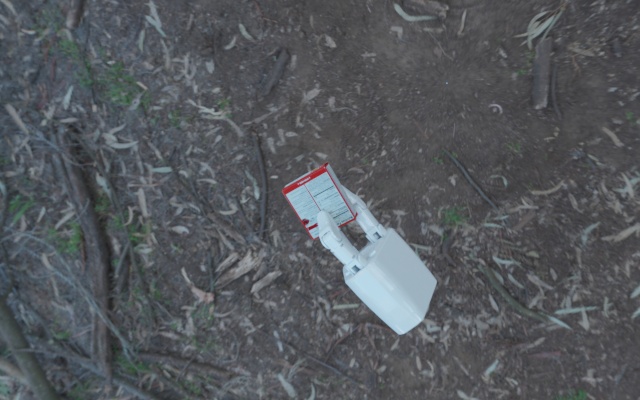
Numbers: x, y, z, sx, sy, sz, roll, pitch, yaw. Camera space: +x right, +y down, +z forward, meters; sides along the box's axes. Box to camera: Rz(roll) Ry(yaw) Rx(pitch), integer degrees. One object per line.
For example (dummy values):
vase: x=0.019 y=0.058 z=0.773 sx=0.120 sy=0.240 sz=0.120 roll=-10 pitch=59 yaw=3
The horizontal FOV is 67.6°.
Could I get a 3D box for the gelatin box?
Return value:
gelatin box: x=0.000 y=0.002 z=0.677 sx=0.073 sy=0.089 sz=0.030 roll=-28 pitch=11 yaw=18
